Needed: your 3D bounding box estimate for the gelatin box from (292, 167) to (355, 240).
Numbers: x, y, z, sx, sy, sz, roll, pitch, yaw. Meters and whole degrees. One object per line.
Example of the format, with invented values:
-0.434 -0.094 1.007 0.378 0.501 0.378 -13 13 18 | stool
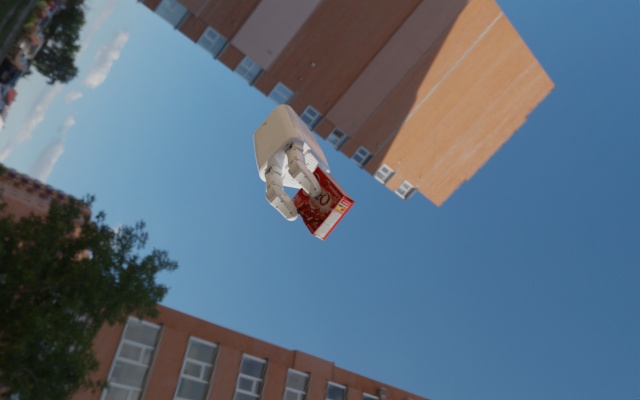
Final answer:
0.001 0.003 0.703 0.030 0.073 0.089 29 15 -41 | gelatin box
